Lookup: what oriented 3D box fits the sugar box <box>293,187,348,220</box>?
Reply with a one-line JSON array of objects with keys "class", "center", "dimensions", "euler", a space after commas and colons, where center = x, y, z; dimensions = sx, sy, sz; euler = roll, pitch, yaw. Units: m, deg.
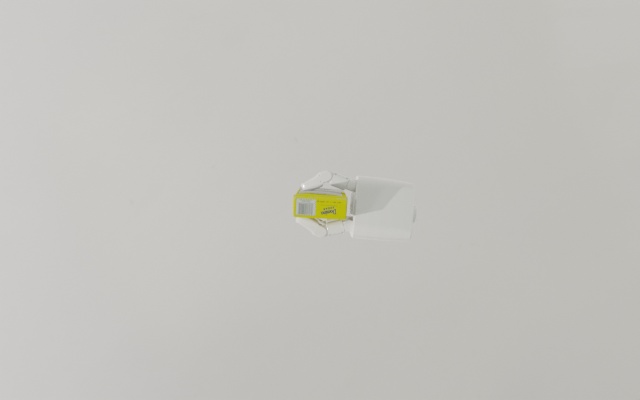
[{"class": "sugar box", "center": [0.000, 0.003, 0.891], "dimensions": [0.093, 0.048, 0.176], "euler": [4, 3, 1]}]
